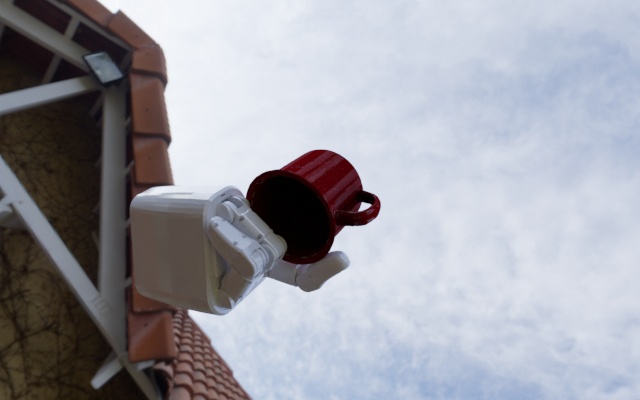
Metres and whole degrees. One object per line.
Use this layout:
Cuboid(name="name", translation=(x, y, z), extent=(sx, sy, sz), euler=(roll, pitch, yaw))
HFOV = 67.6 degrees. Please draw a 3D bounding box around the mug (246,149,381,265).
Cuboid(name="mug", translation=(0.001, 0.001, 0.447), extent=(0.117, 0.093, 0.081), euler=(4, 26, 29))
